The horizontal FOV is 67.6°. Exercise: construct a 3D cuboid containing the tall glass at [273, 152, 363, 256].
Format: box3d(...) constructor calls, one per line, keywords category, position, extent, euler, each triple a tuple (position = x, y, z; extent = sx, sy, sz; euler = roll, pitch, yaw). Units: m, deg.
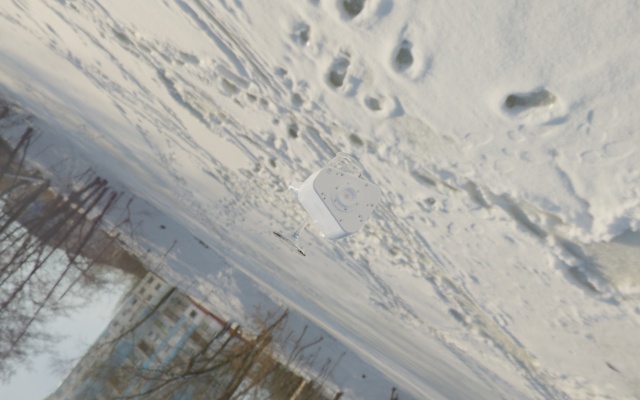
box3d(category="tall glass", position=(0.000, 0.003, 0.898), extent=(0.079, 0.201, 0.079), euler=(34, -15, 10))
